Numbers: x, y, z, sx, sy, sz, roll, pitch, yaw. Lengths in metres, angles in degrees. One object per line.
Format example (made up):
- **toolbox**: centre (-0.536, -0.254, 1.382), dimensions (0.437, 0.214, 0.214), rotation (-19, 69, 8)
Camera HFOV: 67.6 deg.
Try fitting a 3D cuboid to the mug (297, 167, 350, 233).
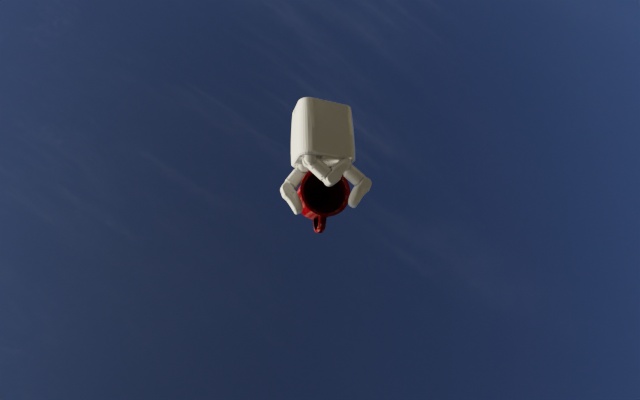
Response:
- **mug**: centre (0.000, 0.004, 0.891), dimensions (0.093, 0.117, 0.081), rotation (3, -12, -13)
